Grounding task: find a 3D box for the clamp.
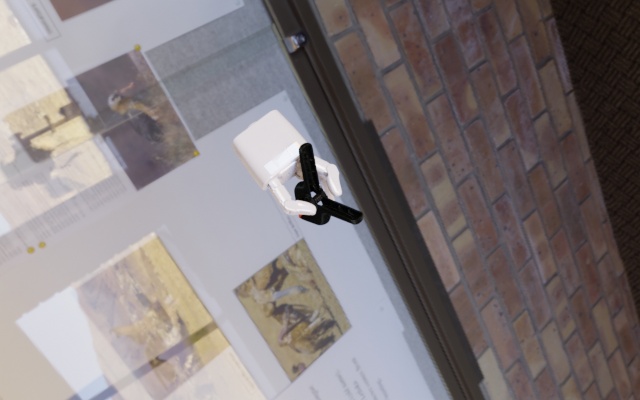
[{"bbox_3d":[-0.001,0.003,0.882,0.036,0.164,0.210,-34,-12,-23],"label":"clamp"}]
